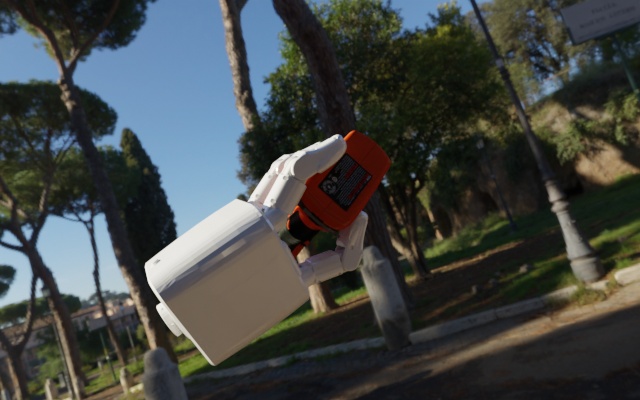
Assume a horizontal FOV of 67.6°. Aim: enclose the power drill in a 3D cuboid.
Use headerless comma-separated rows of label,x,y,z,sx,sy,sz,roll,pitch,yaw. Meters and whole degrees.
power drill,0.000,0.002,0.526,0.057,0.184,0.188,38,-33,-4
